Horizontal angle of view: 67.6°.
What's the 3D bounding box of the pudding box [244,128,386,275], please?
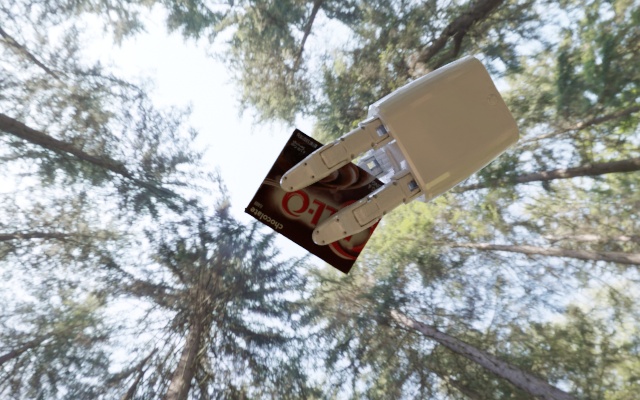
[{"bbox_3d":[0.000,0.001,0.444,0.113,0.090,0.039,32,-3,-4],"label":"pudding box"}]
